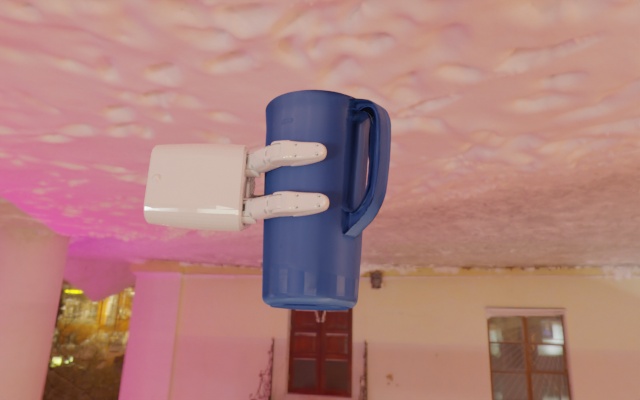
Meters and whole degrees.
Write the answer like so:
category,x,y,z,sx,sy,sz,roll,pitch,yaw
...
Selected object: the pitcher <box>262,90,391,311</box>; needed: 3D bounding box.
category,x,y,z,sx,sy,sz,roll,pitch,yaw
pitcher,0.000,0.002,0.557,0.145,0.242,0.149,2,-15,-1
